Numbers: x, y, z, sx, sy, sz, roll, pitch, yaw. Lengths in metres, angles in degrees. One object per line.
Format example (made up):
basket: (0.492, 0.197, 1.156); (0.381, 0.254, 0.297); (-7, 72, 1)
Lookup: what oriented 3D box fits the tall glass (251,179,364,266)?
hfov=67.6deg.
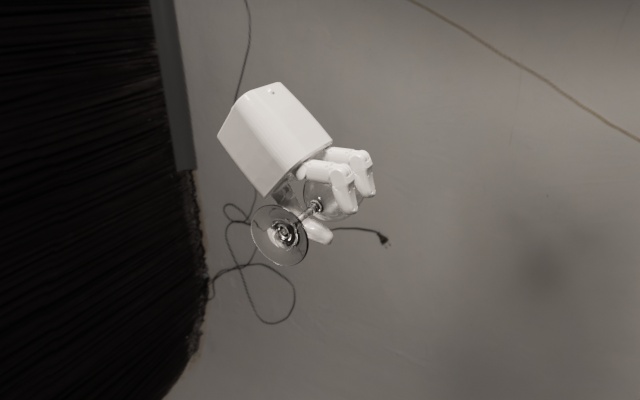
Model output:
tall glass: (0.000, 0.002, 0.601); (0.079, 0.079, 0.201); (0, 21, 30)
